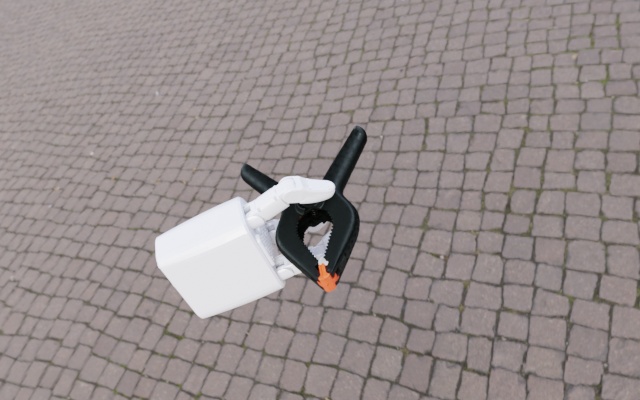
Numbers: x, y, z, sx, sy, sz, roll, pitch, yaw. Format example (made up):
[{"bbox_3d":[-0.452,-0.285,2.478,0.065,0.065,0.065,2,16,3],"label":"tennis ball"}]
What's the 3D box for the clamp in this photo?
[{"bbox_3d":[0.000,0.002,0.538,0.164,0.209,0.036,-24,-42,3],"label":"clamp"}]
